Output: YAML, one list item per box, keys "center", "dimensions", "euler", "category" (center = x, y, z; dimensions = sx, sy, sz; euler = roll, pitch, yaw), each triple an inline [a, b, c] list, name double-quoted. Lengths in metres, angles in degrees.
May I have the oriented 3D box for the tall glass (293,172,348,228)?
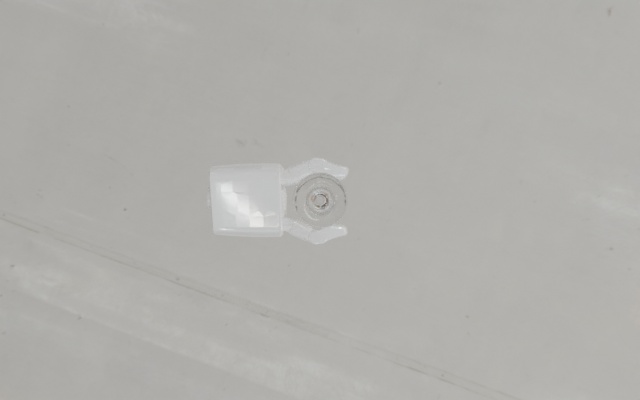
- center: [0.000, 0.002, 0.738]
  dimensions: [0.079, 0.079, 0.201]
  euler: [0, -2, 1]
  category: "tall glass"
